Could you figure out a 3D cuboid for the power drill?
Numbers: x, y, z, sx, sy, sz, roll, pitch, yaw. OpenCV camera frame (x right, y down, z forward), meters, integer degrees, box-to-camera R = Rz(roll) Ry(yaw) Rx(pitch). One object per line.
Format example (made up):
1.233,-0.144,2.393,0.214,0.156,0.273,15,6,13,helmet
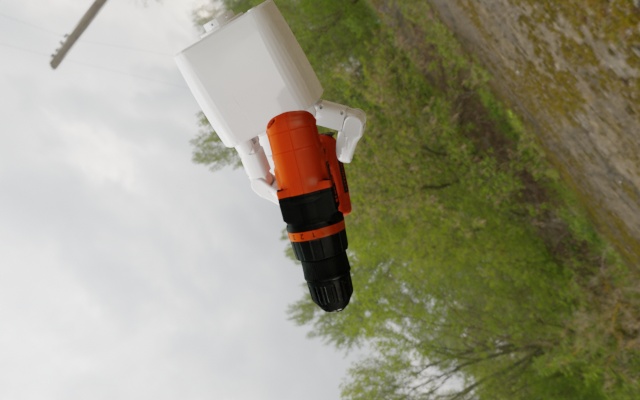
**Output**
0.000,0.001,0.493,0.057,0.184,0.187,-11,8,5,power drill
